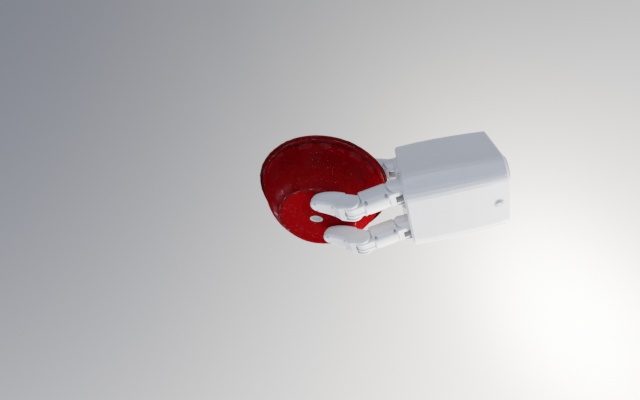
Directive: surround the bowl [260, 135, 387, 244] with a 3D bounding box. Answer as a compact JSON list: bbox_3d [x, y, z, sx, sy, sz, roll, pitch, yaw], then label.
[{"bbox_3d":[-0.001,0.003,0.575,0.162,0.162,0.055,0,44,12],"label":"bowl"}]
